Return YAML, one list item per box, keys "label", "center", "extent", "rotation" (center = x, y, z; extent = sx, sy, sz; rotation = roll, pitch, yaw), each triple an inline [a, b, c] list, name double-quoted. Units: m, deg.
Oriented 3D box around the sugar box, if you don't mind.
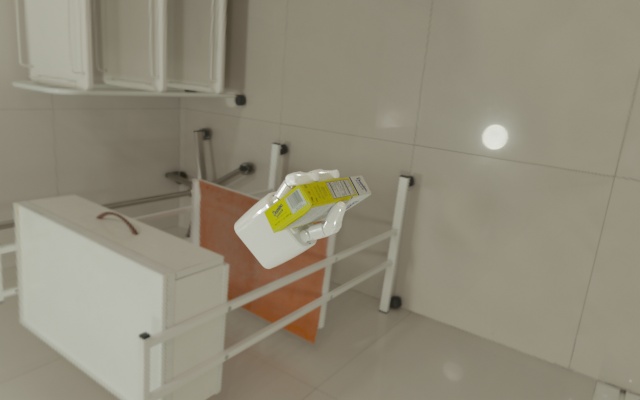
- label: "sugar box"
  center: [0.000, 0.002, 0.801]
  extent: [0.093, 0.048, 0.176]
  rotation: [-35, -12, 35]
